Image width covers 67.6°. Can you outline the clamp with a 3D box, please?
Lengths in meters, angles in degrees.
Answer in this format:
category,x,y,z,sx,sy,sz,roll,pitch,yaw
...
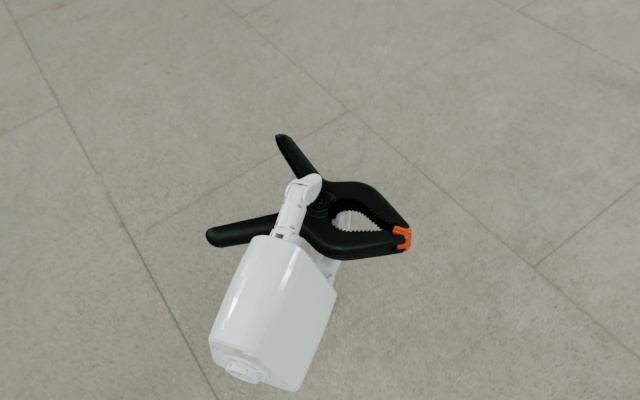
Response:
category,x,y,z,sx,sy,sz,roll,pitch,yaw
clamp,0.000,0.002,0.520,0.210,0.164,0.036,12,-33,17
